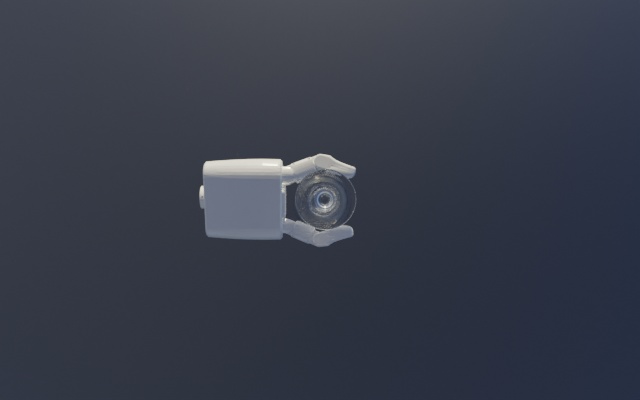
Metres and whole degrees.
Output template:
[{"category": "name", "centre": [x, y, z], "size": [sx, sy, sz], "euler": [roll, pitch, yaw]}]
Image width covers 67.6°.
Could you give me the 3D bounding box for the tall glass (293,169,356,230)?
[{"category": "tall glass", "centre": [0.000, 0.002, 0.676], "size": [0.079, 0.079, 0.201], "euler": [0, -2, -3]}]
